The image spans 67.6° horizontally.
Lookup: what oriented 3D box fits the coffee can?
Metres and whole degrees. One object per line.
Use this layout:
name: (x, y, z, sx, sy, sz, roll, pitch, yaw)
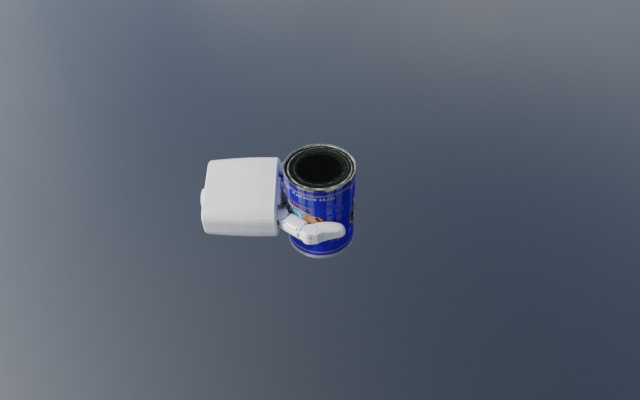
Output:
coffee can: (0.000, 0.002, 0.707, 0.103, 0.140, 0.102, -1, 44, 1)
